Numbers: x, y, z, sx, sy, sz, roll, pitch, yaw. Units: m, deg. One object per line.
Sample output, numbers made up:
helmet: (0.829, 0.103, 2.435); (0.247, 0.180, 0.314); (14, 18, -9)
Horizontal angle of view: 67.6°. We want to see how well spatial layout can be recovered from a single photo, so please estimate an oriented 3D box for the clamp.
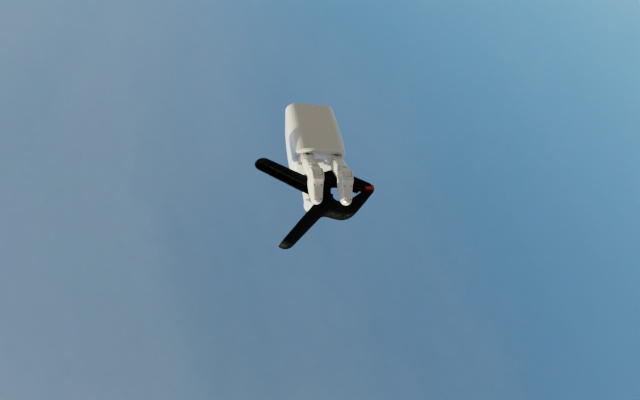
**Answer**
clamp: (0.000, 0.003, 0.812); (0.210, 0.164, 0.036); (0, -27, -24)
